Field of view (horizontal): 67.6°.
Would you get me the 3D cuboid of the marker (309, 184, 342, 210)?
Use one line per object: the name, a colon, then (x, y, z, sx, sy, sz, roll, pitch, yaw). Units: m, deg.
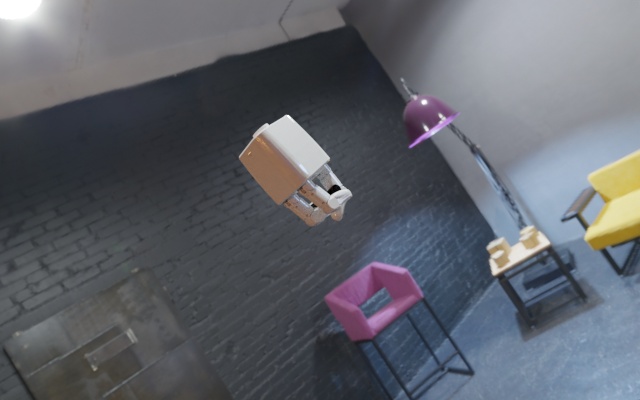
marker: (0.000, 0.003, 0.831, 0.020, 0.020, 0.121, 0, -23, -32)
